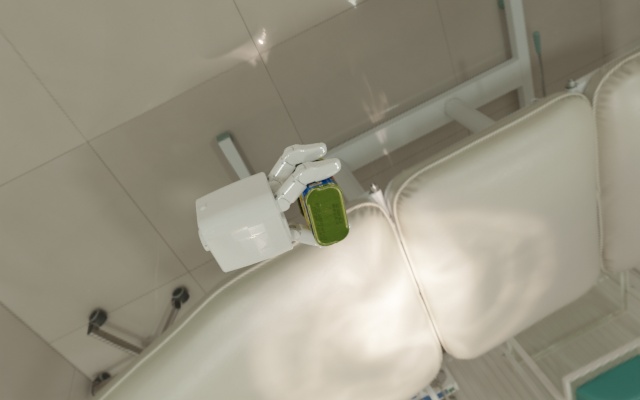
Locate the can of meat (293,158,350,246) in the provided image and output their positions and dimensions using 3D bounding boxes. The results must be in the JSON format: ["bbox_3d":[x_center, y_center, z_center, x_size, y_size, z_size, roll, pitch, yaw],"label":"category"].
[{"bbox_3d":[0.000,0.002,0.678,0.057,0.102,0.084,-18,32,-7],"label":"can of meat"}]
